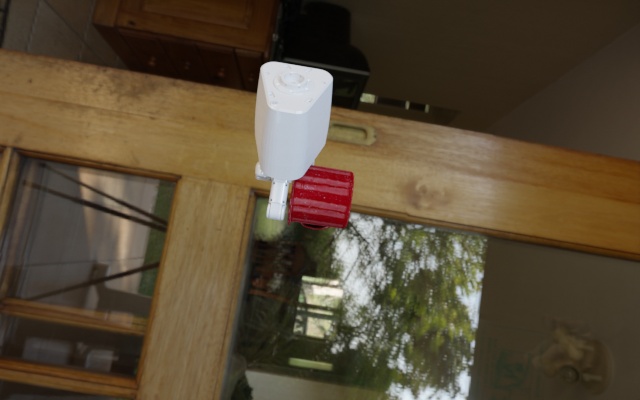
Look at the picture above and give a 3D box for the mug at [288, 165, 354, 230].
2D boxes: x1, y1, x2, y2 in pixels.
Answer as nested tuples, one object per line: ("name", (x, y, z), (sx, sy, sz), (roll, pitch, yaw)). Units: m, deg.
("mug", (0.000, 0.003, 0.676), (0.081, 0.093, 0.117), (9, -44, -1))
